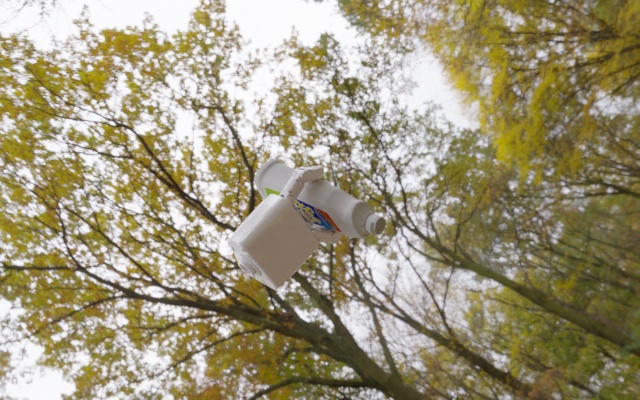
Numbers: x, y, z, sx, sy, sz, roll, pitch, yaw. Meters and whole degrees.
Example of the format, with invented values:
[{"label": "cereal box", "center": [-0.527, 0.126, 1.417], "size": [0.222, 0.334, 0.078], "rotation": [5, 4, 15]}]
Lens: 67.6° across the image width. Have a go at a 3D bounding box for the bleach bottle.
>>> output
[{"label": "bleach bottle", "center": [0.000, 0.003, 0.817], "size": [0.250, 0.068, 0.103], "rotation": [19, -32, 40]}]
